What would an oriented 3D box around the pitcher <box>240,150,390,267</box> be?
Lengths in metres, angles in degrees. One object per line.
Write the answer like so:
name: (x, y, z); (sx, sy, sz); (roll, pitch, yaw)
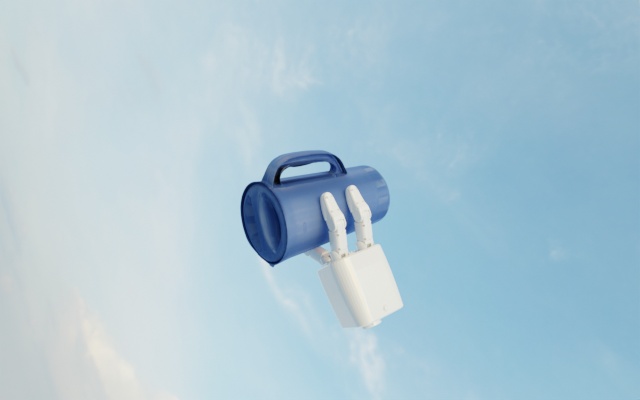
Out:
pitcher: (0.000, 0.003, 0.797); (0.243, 0.145, 0.149); (-16, -14, -37)
